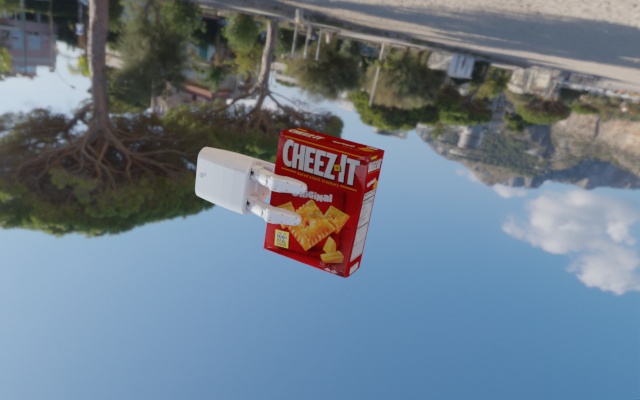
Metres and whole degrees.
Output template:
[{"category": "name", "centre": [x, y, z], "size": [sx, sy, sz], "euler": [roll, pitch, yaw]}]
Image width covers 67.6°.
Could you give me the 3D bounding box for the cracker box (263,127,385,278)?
[{"category": "cracker box", "centre": [0.000, 0.003, 0.797], "size": [0.164, 0.214, 0.072], "euler": [18, 20, 22]}]
